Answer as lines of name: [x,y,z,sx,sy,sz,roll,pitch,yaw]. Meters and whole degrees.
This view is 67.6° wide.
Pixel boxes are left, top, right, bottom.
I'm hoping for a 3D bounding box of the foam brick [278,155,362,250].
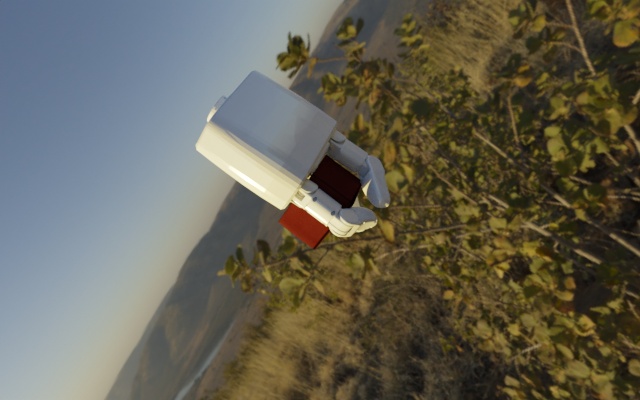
foam brick: [0.000,0.002,0.515,0.051,0.078,0.053,35,33,-4]
